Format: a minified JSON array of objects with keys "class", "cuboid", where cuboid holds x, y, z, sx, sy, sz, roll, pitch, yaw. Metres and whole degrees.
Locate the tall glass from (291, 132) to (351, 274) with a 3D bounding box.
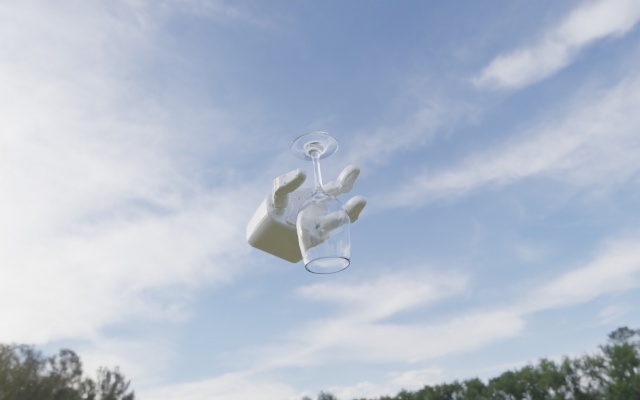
[{"class":"tall glass","cuboid":[0.000,0.002,0.694,0.079,0.201,0.079,-5,-30,-3]}]
